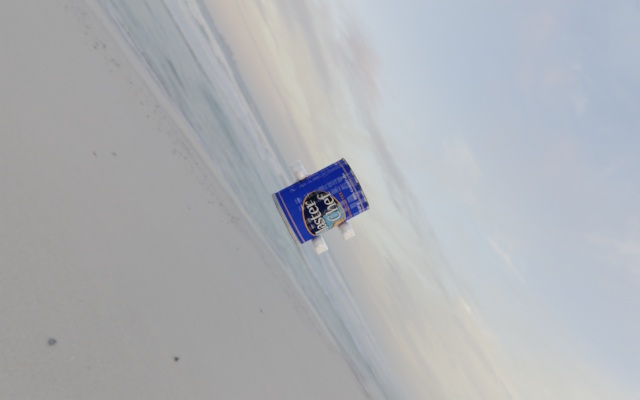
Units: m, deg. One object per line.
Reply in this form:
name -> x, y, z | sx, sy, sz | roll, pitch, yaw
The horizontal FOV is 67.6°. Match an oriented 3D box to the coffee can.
coffee can -> 0.000, 0.003, 0.831 | 0.140, 0.103, 0.103 | -27, 1, -2
